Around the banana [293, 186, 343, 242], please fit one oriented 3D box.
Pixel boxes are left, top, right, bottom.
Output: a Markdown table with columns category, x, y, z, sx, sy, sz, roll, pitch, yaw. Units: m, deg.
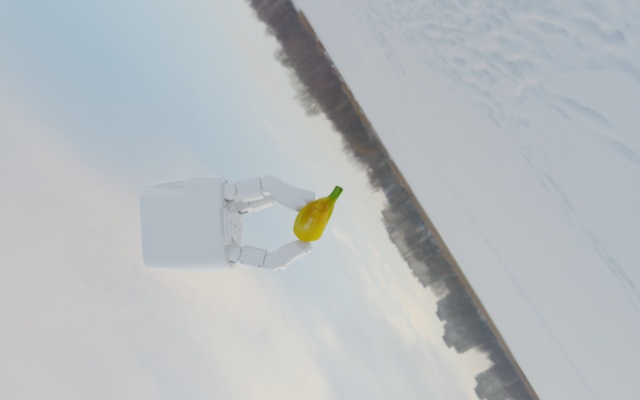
| category | x | y | z | sx | sy | sz | roll | pitch | yaw |
| --- | --- | --- | --- | --- | --- | --- | --- | --- | --- |
| banana | -0.007 | 0.018 | 0.573 | 0.037 | 0.069 | 0.198 | 25 | 9 | 2 |
